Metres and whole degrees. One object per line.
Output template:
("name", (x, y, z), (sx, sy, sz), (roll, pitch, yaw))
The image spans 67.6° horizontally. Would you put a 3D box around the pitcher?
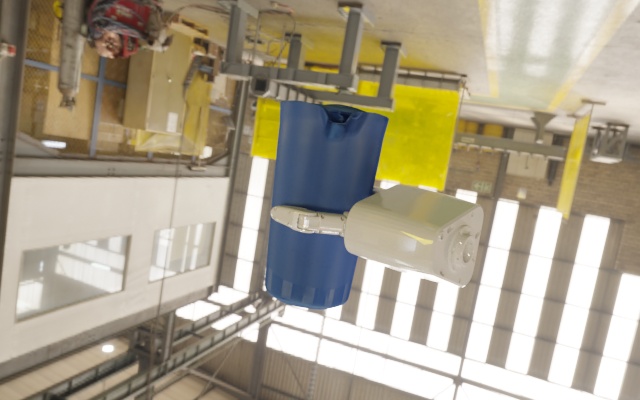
("pitcher", (0.000, 0.002, 0.603), (0.145, 0.243, 0.149), (14, 8, 40))
